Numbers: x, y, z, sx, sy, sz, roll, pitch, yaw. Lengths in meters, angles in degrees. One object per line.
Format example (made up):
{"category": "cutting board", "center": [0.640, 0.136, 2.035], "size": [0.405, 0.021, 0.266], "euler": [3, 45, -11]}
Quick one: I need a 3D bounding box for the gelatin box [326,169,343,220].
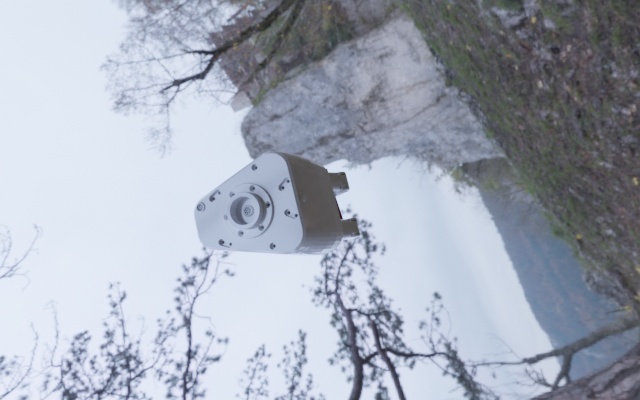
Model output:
{"category": "gelatin box", "center": [0.000, 0.002, 0.595], "size": [0.030, 0.073, 0.089], "euler": [-17, 5, 13]}
